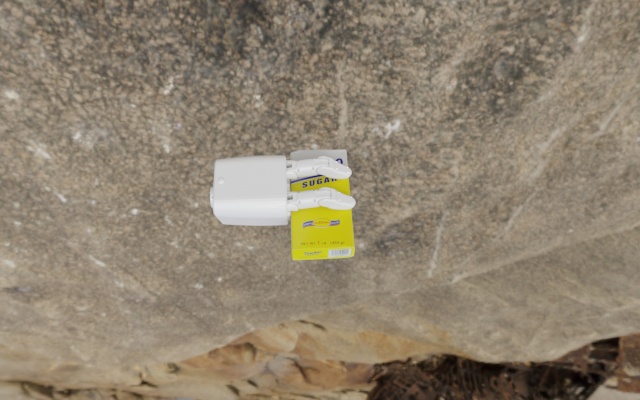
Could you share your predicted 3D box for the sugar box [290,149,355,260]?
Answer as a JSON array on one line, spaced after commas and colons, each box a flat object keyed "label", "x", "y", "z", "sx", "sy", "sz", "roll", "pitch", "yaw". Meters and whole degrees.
[{"label": "sugar box", "x": 0.000, "y": 0.002, "z": 0.736, "sx": 0.093, "sy": 0.176, "sz": 0.048, "roll": -2, "pitch": -28, "yaw": -3}]
